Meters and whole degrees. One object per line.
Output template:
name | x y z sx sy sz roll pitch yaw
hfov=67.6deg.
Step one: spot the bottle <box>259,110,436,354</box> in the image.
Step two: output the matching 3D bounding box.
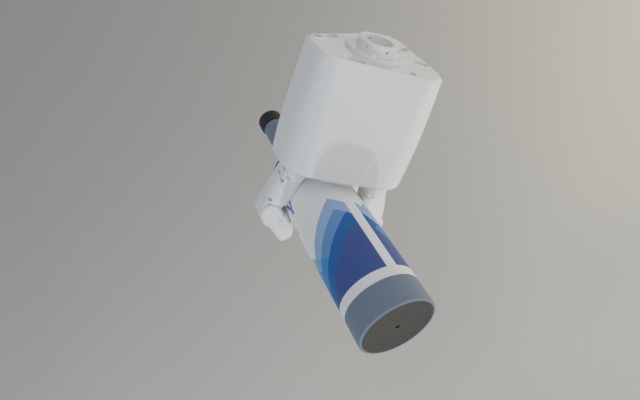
bottle | 0.000 0.002 0.455 0.069 0.069 0.295 0 40 -31
